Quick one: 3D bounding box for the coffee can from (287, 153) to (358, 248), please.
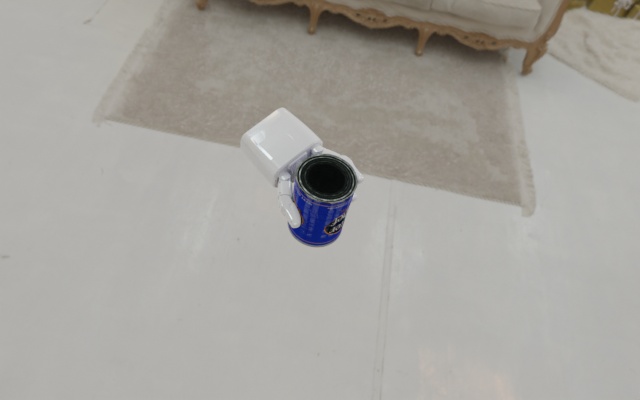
[{"bbox_3d":[0.000,0.003,0.827,0.103,0.102,0.140,0,-35,-11],"label":"coffee can"}]
